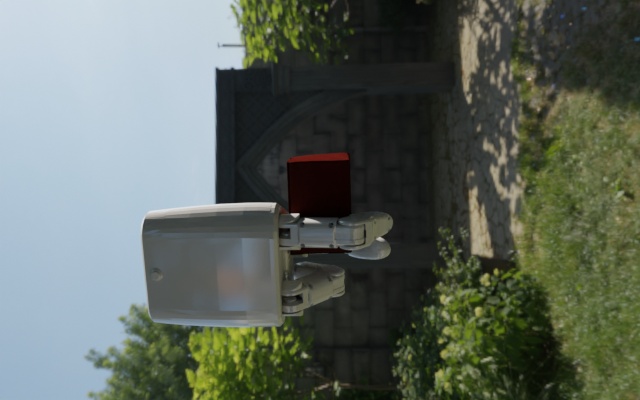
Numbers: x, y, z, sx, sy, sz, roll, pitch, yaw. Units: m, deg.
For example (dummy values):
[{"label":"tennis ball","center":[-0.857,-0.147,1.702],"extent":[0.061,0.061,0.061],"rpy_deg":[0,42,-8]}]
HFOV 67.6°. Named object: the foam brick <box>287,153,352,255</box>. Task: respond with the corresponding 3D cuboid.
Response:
[{"label":"foam brick","center":[0.000,0.001,0.400],"extent":[0.051,0.078,0.053],"rpy_deg":[-1,10,3]}]
